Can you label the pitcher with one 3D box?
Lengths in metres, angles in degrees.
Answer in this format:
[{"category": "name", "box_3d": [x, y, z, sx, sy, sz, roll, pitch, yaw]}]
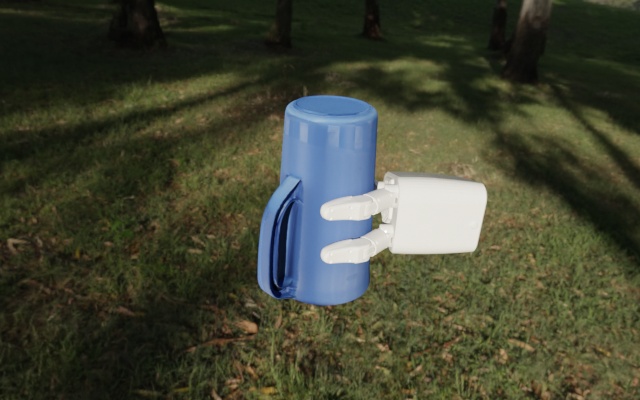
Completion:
[{"category": "pitcher", "box_3d": [0.000, 0.002, 0.593, 0.145, 0.243, 0.149, 2, 25, -2]}]
